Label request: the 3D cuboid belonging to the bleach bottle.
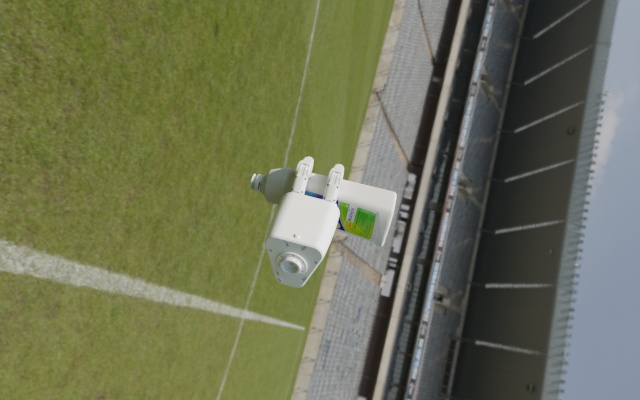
[{"bbox_3d":[0.000,0.003,0.840,0.251,0.103,0.068,14,42,5],"label":"bleach bottle"}]
